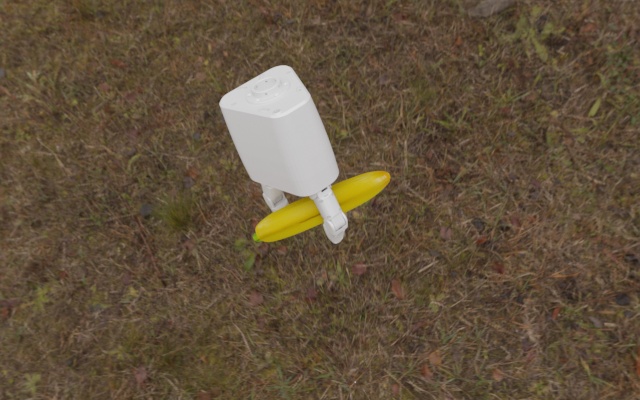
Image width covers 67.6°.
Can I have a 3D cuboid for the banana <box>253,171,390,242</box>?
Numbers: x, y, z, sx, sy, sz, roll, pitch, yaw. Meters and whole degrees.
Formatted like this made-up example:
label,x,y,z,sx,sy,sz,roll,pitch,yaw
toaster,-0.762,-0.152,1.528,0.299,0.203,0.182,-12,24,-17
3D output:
label,x,y,z,sx,sy,sz,roll,pitch,yaw
banana,-0.003,0.007,0.595,0.198,0.037,0.069,-23,10,5
